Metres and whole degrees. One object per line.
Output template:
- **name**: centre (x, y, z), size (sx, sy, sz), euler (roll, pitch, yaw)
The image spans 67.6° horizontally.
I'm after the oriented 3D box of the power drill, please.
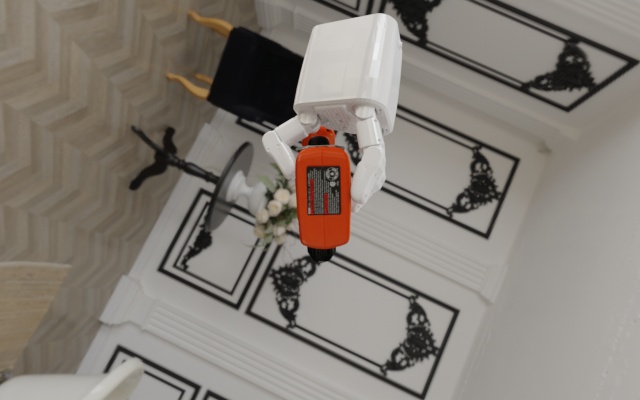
- **power drill**: centre (0.000, 0.002, 0.574), size (0.057, 0.184, 0.187), euler (-4, 7, -3)
